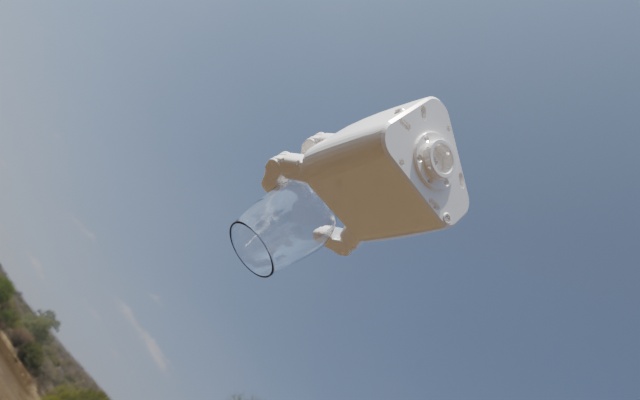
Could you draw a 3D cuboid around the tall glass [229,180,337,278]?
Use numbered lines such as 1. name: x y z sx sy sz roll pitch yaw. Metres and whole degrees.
1. tall glass: 0.000 0.001 0.509 0.201 0.079 0.079 -34 22 -36
